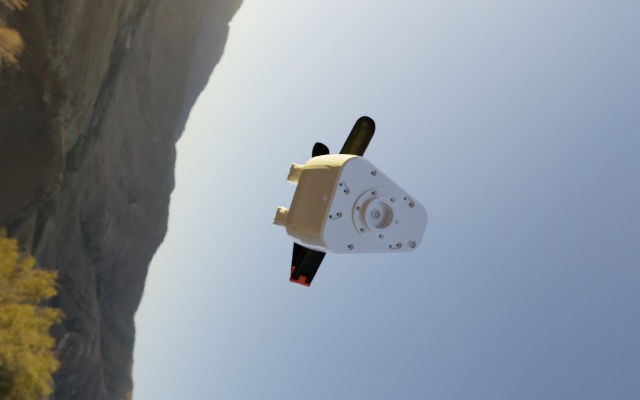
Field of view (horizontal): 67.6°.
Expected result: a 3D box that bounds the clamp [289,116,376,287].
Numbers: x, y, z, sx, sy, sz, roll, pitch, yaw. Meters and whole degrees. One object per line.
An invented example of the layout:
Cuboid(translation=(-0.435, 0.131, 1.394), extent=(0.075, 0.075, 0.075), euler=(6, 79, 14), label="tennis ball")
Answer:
Cuboid(translation=(0.001, 0.003, 0.608), extent=(0.036, 0.210, 0.164), euler=(19, -4, -17), label="clamp")
